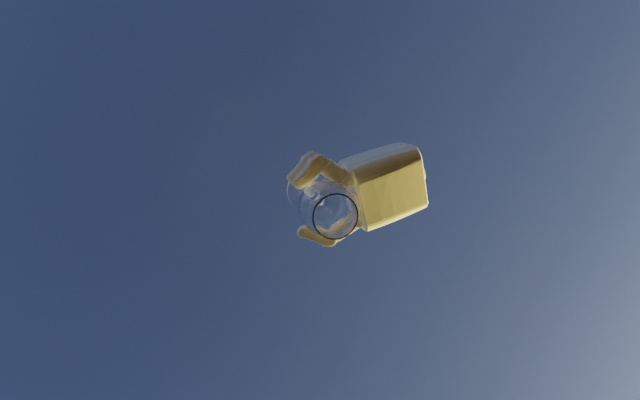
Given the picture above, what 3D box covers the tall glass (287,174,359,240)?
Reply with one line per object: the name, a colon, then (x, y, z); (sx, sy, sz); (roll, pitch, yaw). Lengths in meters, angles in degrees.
tall glass: (0.000, 0.002, 0.710); (0.079, 0.079, 0.201); (0, 11, -11)
